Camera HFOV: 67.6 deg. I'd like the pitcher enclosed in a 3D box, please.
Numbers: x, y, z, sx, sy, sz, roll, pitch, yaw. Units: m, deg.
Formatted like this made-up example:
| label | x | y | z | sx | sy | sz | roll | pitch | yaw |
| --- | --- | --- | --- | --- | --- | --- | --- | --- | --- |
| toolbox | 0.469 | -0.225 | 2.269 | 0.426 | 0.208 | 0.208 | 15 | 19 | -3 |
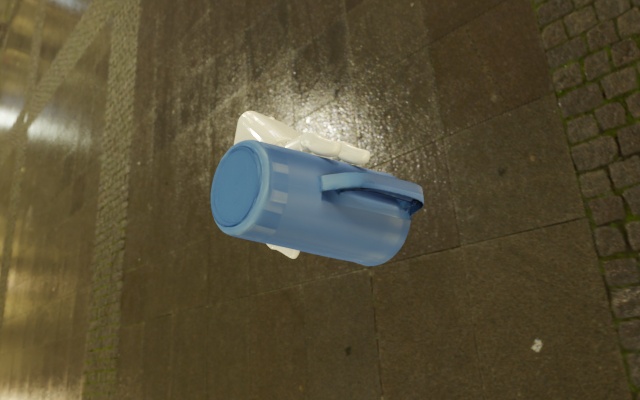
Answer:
| label | x | y | z | sx | sy | sz | roll | pitch | yaw |
| --- | --- | --- | --- | --- | --- | --- | --- | --- | --- |
| pitcher | 0.000 | 0.002 | 0.589 | 0.243 | 0.149 | 0.145 | 14 | 21 | -43 |
